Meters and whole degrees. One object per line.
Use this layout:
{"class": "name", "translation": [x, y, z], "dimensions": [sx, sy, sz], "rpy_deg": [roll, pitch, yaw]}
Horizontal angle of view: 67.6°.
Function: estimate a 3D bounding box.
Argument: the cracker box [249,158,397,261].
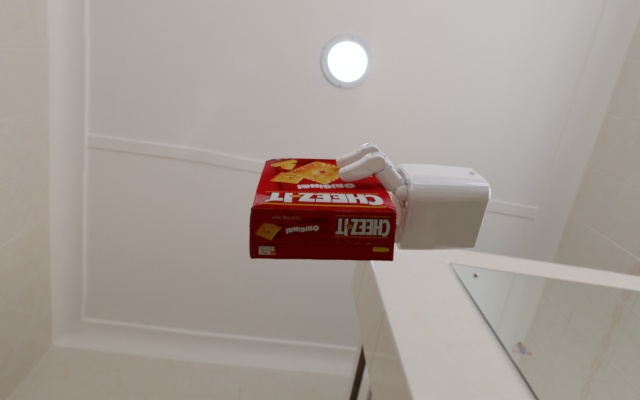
{"class": "cracker box", "translation": [0.000, 0.002, 0.624], "dimensions": [0.164, 0.072, 0.213], "rpy_deg": [1, 19, -2]}
